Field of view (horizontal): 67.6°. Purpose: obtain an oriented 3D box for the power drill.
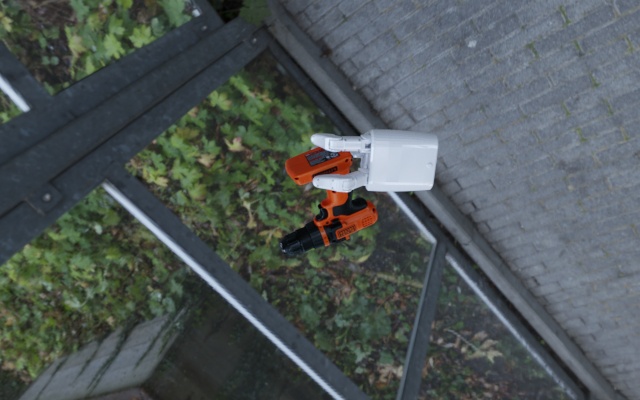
[{"bbox_3d":[0.000,0.002,0.812,0.184,0.188,0.057,-24,44,-8],"label":"power drill"}]
